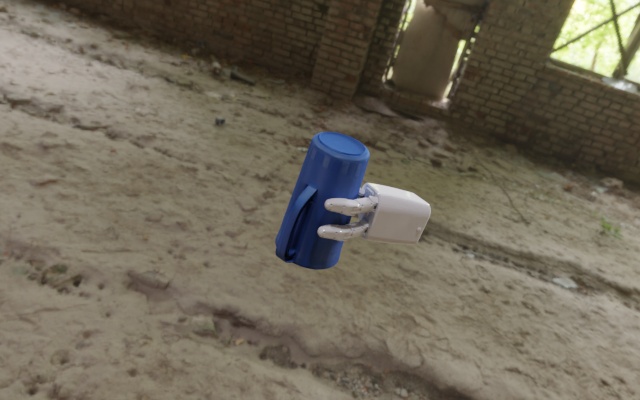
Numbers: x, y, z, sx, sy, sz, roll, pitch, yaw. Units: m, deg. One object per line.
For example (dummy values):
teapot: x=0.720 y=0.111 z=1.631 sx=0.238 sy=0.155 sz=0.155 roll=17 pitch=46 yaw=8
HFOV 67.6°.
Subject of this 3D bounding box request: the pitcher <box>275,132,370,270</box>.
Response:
pitcher: x=0.000 y=0.003 z=0.892 sx=0.145 sy=0.243 sz=0.149 roll=9 pitch=29 yaw=-15
